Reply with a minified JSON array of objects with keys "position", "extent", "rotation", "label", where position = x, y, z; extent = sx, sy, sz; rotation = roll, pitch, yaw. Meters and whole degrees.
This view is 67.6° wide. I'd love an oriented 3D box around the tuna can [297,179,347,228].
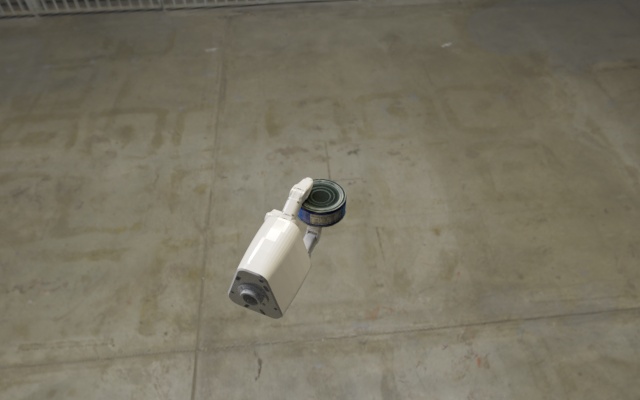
[{"position":[0.000,0.002,0.785],"extent":[0.086,0.034,0.086],"rotation":[1,42,-1],"label":"tuna can"}]
